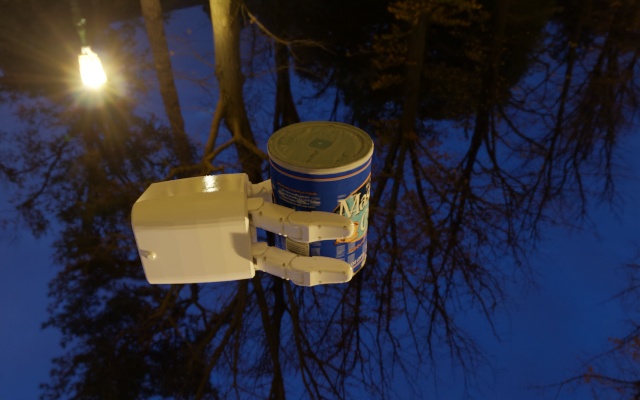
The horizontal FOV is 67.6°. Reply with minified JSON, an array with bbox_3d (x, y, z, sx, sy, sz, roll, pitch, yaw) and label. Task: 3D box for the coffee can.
[{"bbox_3d":[0.000,0.001,0.500,0.103,0.140,0.102,0,33,0],"label":"coffee can"}]
